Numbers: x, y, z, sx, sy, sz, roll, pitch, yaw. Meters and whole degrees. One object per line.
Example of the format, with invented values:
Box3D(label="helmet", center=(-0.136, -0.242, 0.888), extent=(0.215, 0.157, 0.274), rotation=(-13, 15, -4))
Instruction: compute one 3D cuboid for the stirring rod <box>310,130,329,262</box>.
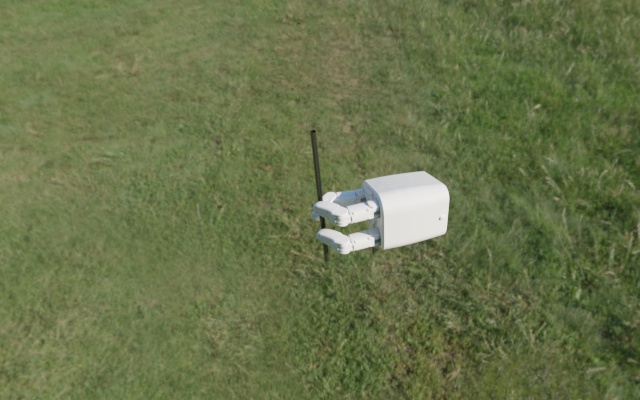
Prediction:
Box3D(label="stirring rod", center=(0.000, 0.002, 0.721), extent=(0.011, 0.240, 0.011), rotation=(-4, 36, 3))
